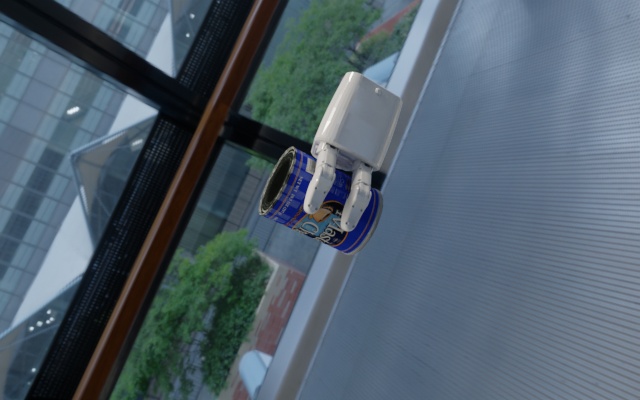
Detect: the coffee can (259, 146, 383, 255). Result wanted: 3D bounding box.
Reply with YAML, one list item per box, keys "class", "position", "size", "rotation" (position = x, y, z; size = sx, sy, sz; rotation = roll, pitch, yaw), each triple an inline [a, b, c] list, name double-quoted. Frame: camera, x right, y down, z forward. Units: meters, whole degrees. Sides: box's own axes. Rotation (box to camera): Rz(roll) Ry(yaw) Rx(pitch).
- class: "coffee can"
  position: [0.000, 0.002, 0.661]
  size: [0.140, 0.103, 0.103]
  rotation: [26, -9, -18]
